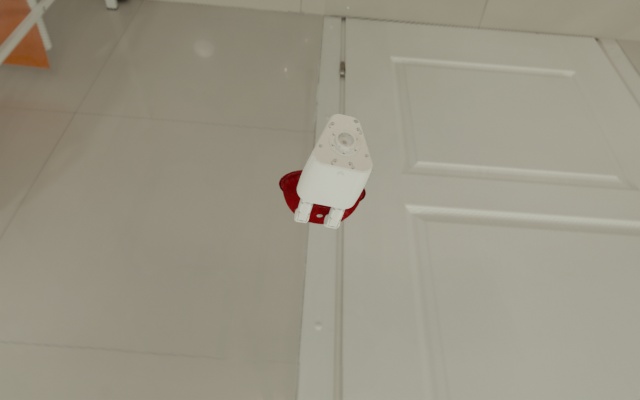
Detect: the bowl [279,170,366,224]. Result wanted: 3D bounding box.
[{"bbox_3d":[0.000,0.004,0.874,0.162,0.055,0.162,6,-22,3],"label":"bowl"}]
